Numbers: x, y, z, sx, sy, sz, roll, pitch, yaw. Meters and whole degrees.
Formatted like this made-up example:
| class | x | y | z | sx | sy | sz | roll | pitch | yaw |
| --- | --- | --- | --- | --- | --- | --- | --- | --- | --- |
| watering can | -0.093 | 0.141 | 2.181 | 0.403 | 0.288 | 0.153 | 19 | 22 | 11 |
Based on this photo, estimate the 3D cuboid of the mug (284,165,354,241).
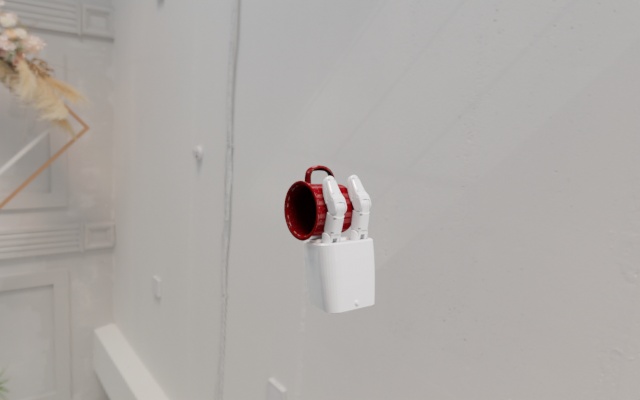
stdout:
| class | x | y | z | sx | sy | sz | roll | pitch | yaw |
| --- | --- | --- | --- | --- | --- | --- | --- | --- | --- |
| mug | 0.000 | 0.001 | 0.762 | 0.081 | 0.117 | 0.093 | -3 | 0 | -37 |
